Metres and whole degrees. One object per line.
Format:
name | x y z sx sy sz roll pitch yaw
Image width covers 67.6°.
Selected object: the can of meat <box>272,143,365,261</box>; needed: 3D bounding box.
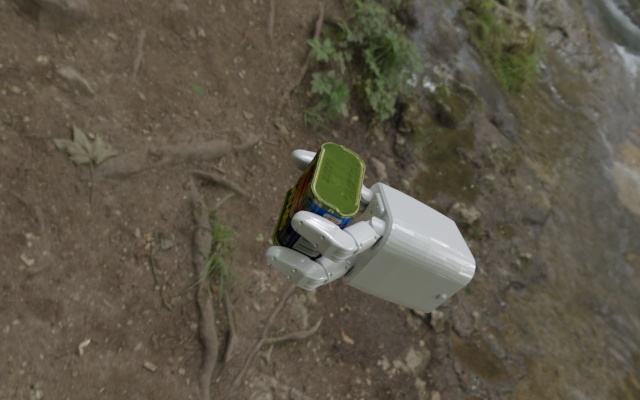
can of meat | 0.000 0.001 0.485 0.057 0.102 0.084 27 -49 -12
